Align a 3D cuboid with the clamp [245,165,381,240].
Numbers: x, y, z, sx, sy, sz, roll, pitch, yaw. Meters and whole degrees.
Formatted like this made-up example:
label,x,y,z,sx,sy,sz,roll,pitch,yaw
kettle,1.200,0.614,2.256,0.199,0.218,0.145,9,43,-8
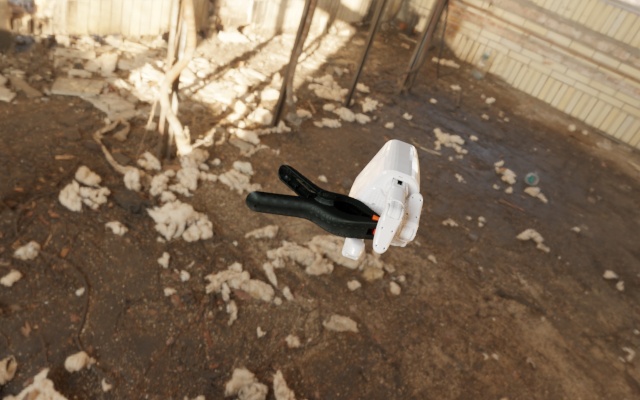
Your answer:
label,x,y,z,sx,sy,sz,roll,pitch,yaw
clamp,0.000,0.002,0.612,0.171,0.039,0.120,20,33,-1
